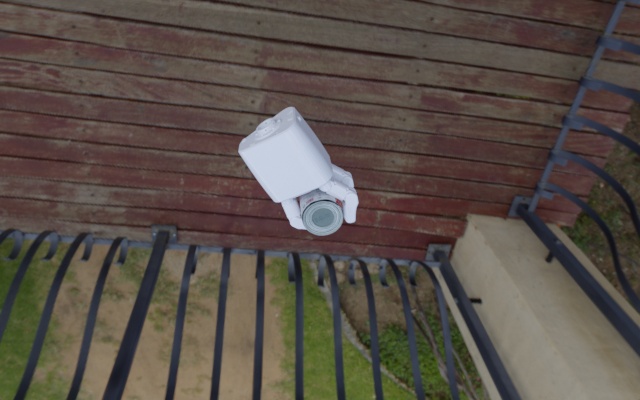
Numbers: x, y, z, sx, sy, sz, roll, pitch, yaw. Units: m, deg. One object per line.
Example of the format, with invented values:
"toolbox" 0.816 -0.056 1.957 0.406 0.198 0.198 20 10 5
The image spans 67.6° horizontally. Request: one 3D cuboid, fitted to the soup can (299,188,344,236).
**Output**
"soup can" 0.000 0.003 0.790 0.068 0.068 0.102 0 31 -5
